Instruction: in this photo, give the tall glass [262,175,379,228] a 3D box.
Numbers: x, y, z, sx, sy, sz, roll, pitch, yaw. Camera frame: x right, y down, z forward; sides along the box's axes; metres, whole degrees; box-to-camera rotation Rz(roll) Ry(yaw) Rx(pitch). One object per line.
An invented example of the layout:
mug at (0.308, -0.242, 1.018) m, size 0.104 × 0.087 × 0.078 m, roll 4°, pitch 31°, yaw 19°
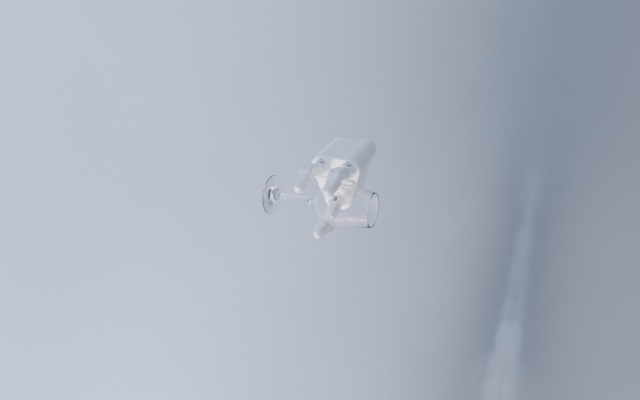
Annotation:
tall glass at (-0.001, 0.003, 0.856) m, size 0.201 × 0.079 × 0.079 m, roll 9°, pitch 4°, yaw 24°
